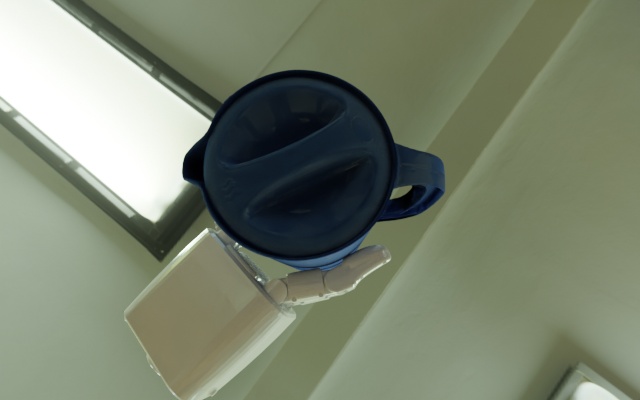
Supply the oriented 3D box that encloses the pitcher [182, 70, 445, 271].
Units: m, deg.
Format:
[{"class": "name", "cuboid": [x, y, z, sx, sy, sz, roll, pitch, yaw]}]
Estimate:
[{"class": "pitcher", "cuboid": [0.000, 0.001, 0.425, 0.149, 0.145, 0.243, 44, -7, 12]}]
